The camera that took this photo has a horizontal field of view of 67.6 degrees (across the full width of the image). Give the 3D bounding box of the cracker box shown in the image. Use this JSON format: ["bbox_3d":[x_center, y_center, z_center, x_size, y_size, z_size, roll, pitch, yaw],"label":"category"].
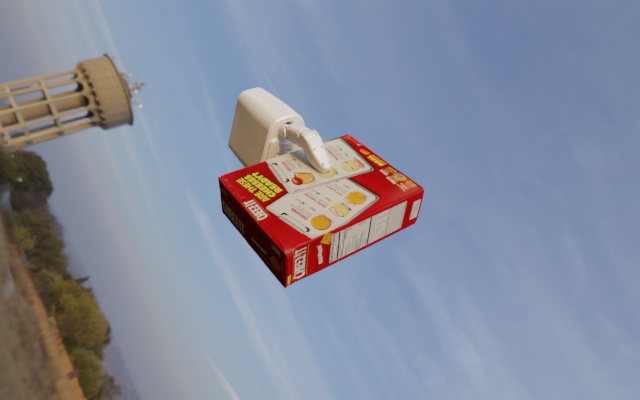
[{"bbox_3d":[0.000,0.002,0.629,0.213,0.072,0.164,-23,46,-28],"label":"cracker box"}]
